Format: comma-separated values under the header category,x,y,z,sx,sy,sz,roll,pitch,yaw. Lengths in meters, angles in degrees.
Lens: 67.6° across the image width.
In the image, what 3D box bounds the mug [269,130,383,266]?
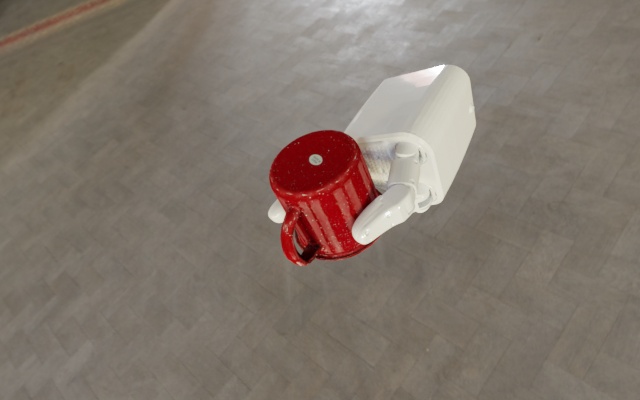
category,x,y,z,sx,sy,sz,roll,pitch,yaw
mug,-0.001,0.002,0.416,0.093,0.117,0.082,13,-33,34
